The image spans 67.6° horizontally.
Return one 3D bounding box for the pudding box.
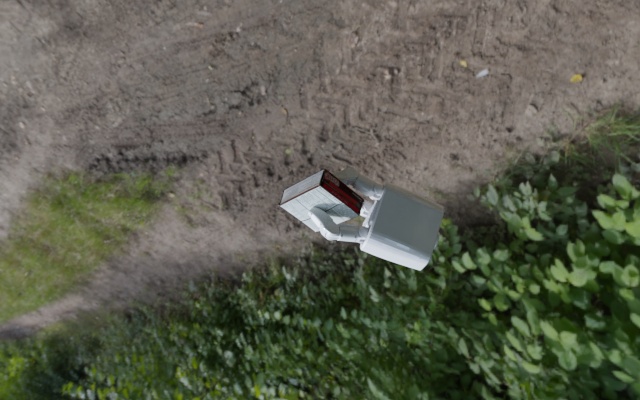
[{"bbox_3d":[0.000,0.003,0.775,0.090,0.039,0.113,38,-40,-25],"label":"pudding box"}]
